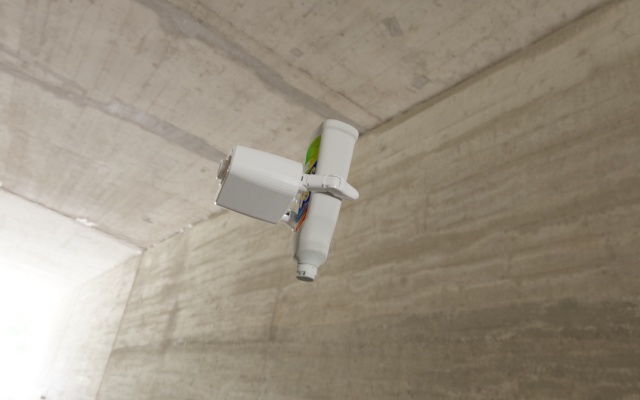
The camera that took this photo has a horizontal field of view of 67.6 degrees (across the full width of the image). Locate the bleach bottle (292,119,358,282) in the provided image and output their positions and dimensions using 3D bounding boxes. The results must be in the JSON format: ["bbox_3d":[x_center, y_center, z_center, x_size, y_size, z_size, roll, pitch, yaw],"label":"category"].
[{"bbox_3d":[0.000,0.002,0.758,0.068,0.250,0.102,18,-26,-17],"label":"bleach bottle"}]
